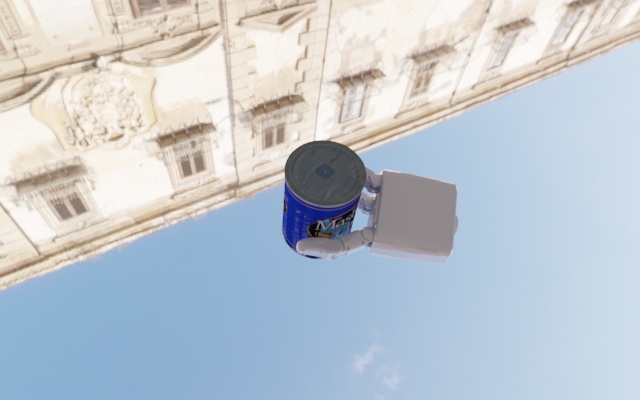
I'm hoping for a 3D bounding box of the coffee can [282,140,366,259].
[{"bbox_3d":[0.000,0.002,0.649,0.103,0.102,0.140,0,-34,-6],"label":"coffee can"}]
